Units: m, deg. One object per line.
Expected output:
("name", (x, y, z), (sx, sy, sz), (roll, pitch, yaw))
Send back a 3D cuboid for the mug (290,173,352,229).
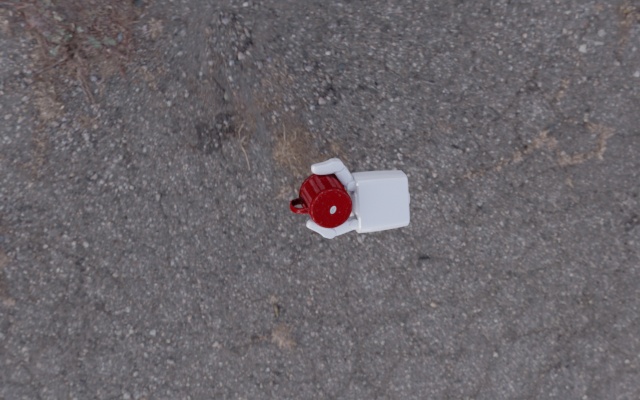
("mug", (-0.001, 0.003, 0.897), (0.117, 0.093, 0.081), (-8, 23, -11))
